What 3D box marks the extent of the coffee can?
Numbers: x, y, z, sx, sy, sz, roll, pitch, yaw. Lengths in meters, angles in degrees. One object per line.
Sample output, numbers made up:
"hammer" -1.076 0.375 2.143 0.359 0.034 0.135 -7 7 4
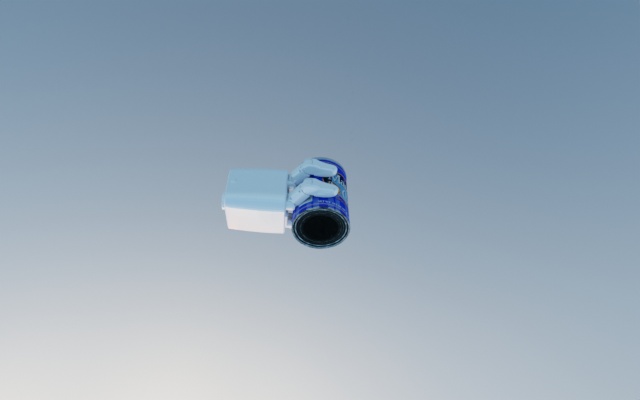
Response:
"coffee can" 0.000 0.003 0.876 0.103 0.103 0.140 0 42 -1
